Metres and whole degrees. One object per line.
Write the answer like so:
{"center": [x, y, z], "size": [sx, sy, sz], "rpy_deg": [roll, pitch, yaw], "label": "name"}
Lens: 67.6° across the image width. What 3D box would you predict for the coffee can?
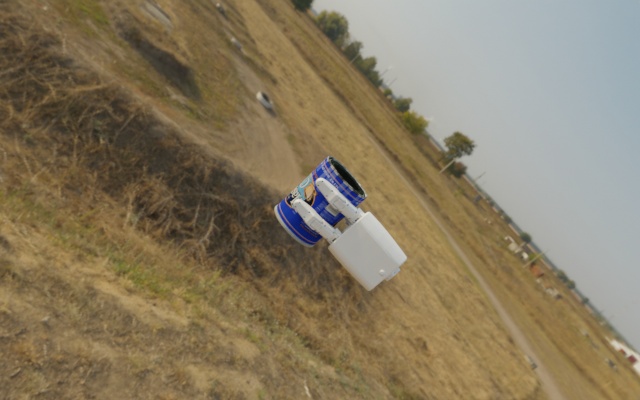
{"center": [0.000, 0.003, 0.877], "size": [0.140, 0.103, 0.103], "rpy_deg": [-43, -13, 14], "label": "coffee can"}
